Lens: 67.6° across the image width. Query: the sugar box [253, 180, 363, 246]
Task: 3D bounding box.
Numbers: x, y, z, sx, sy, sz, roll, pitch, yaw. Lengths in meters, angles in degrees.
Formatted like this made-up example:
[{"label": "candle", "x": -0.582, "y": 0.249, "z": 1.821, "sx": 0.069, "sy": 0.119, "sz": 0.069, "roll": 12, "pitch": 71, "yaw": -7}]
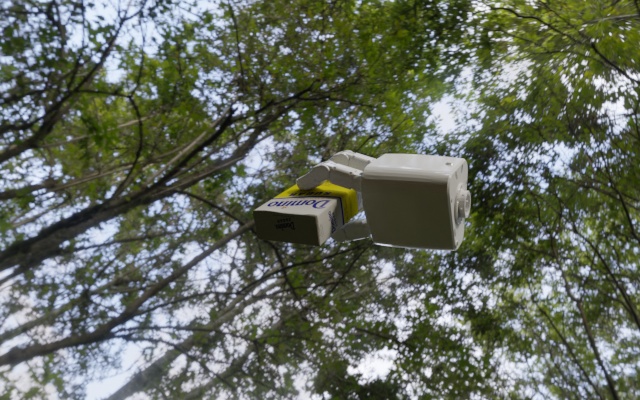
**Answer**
[{"label": "sugar box", "x": 0.000, "y": 0.002, "z": 0.634, "sx": 0.093, "sy": 0.048, "sz": 0.176, "roll": 3, "pitch": 20, "yaw": 29}]
